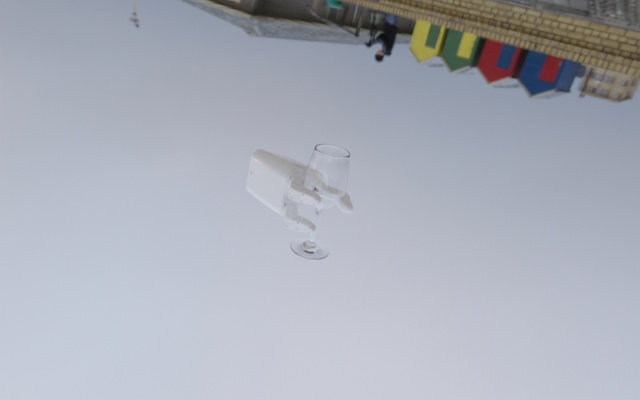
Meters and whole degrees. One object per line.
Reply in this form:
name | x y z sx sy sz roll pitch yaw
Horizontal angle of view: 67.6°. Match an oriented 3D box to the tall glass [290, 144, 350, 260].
tall glass | 0.000 0.003 0.855 0.079 0.201 0.079 11 25 -5
